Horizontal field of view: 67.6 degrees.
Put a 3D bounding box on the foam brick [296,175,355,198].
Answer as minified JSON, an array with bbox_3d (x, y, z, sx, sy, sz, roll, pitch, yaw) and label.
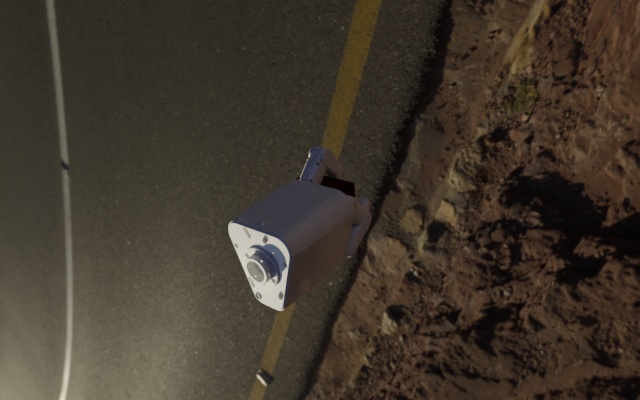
[{"bbox_3d":[0.000,0.002,0.611,0.078,0.053,0.051,15,35,36],"label":"foam brick"}]
